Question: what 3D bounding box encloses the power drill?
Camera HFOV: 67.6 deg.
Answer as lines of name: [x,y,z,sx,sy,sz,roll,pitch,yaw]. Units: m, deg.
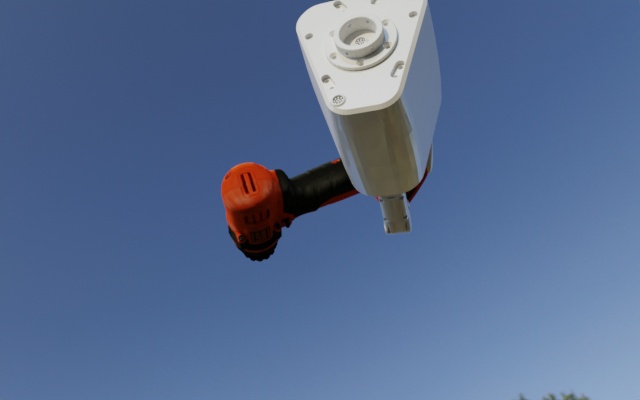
power drill: [0.000,0.001,0.471,0.187,0.057,0.184,-19,-18,-11]
